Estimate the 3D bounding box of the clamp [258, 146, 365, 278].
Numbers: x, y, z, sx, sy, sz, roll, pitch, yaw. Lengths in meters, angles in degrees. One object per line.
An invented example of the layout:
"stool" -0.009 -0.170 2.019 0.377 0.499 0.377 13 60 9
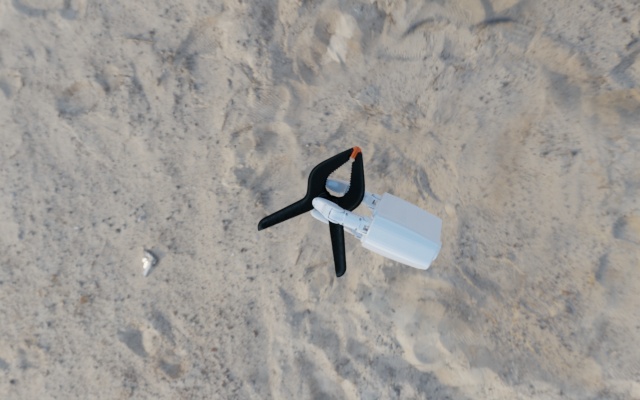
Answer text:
"clamp" 0.000 0.002 0.773 0.164 0.210 0.036 23 12 3
